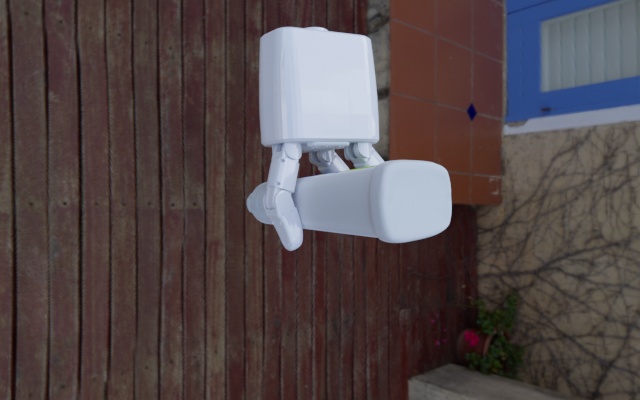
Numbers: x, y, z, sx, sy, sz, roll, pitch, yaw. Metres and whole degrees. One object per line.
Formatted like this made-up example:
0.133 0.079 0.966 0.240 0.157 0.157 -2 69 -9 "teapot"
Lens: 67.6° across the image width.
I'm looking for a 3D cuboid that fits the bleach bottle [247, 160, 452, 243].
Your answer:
0.000 0.002 0.488 0.102 0.068 0.251 -4 2 -43 "bleach bottle"
